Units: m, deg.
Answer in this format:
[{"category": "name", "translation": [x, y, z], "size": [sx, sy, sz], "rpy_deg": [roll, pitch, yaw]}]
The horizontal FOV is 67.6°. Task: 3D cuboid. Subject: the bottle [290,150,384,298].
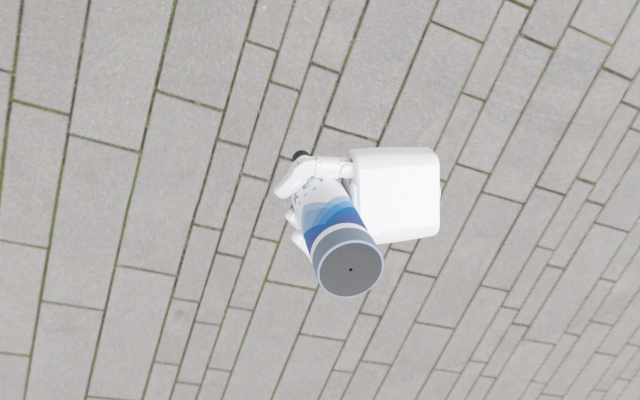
[{"category": "bottle", "translation": [0.000, 0.002, 0.584], "size": [0.069, 0.069, 0.295], "rpy_deg": [0, 26, -13]}]
